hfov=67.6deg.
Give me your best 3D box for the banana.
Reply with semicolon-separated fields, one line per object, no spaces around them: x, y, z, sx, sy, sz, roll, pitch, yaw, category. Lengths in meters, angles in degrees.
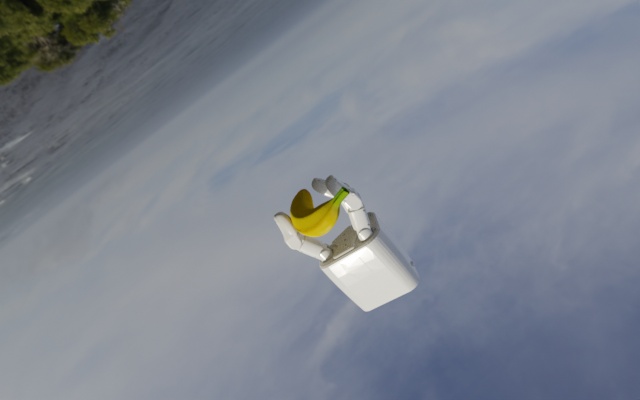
-0.011;0.016;0.660;0.037;0.069;0.198;43;-11;-15;banana
